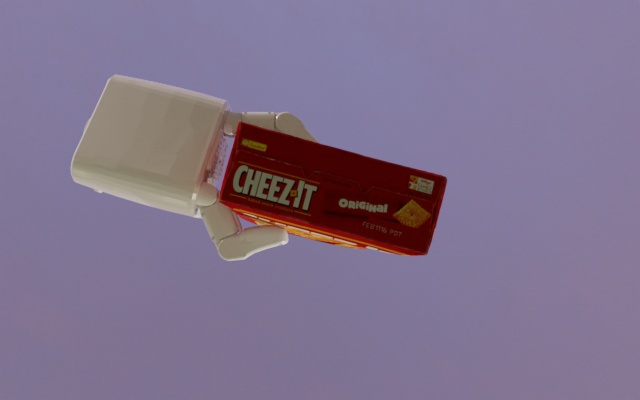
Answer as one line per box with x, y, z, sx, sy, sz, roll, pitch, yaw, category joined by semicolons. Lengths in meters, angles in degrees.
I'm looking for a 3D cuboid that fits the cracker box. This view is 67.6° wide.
0.000;0.001;0.455;0.164;0.072;0.214;14;-5;-4;cracker box
